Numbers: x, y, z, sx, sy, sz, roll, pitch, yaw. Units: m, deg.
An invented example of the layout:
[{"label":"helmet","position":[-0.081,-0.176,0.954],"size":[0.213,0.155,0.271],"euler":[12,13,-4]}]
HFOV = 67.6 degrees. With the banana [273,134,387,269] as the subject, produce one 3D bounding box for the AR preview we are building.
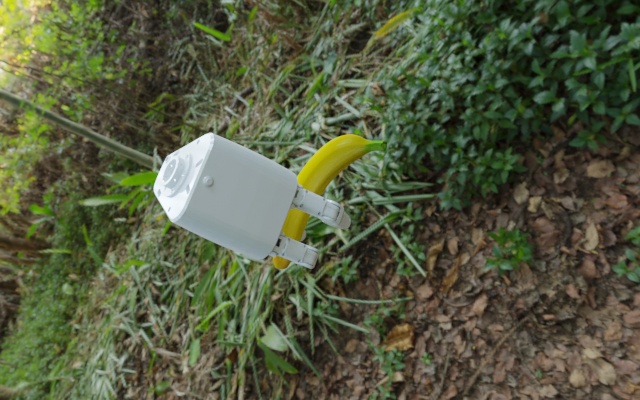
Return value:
[{"label":"banana","position":[-0.007,-0.010,0.577],"size":[0.037,0.198,0.069],"euler":[33,9,-42]}]
